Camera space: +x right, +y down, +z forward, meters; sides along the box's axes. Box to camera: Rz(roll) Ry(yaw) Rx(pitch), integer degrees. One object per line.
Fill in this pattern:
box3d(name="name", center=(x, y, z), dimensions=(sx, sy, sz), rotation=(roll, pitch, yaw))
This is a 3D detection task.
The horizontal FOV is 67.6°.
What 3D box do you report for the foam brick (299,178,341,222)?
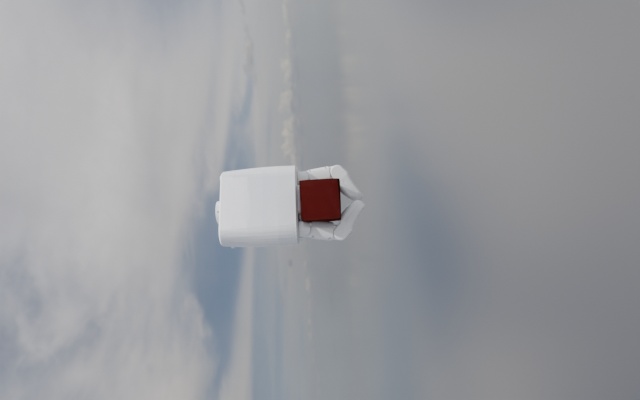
box3d(name="foam brick", center=(0.000, 0.002, 0.629), dimensions=(0.051, 0.053, 0.078), rotation=(-2, -5, 0))
